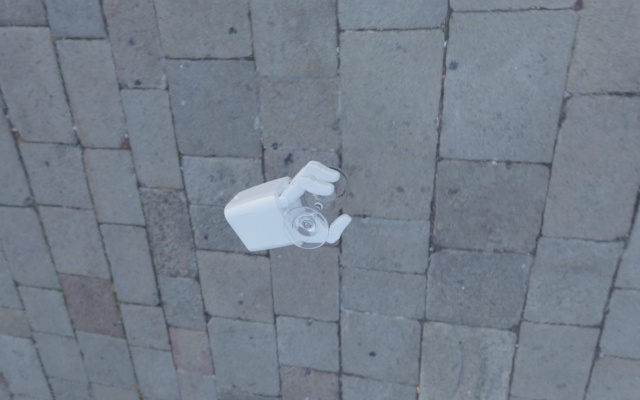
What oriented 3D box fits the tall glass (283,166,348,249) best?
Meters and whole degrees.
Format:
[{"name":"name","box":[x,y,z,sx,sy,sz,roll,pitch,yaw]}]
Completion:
[{"name":"tall glass","box":[0.000,0.003,0.830,0.079,0.079,0.201,0,24,15]}]
